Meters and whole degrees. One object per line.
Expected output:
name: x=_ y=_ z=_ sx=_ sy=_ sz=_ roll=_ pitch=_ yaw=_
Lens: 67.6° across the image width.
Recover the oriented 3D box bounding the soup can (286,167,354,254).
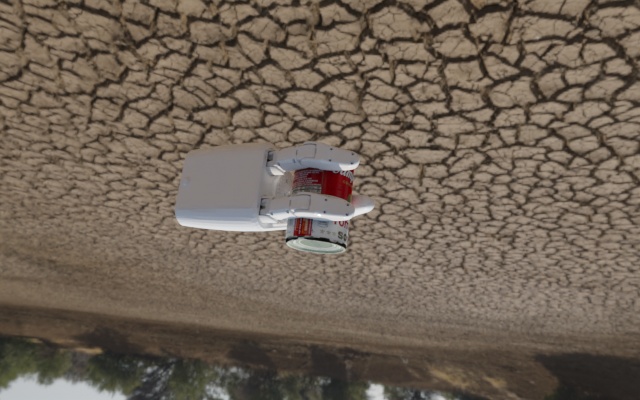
soup can: x=0.001 y=0.002 z=0.524 sx=0.068 sy=0.102 sz=0.068 roll=6 pitch=-17 yaw=2
